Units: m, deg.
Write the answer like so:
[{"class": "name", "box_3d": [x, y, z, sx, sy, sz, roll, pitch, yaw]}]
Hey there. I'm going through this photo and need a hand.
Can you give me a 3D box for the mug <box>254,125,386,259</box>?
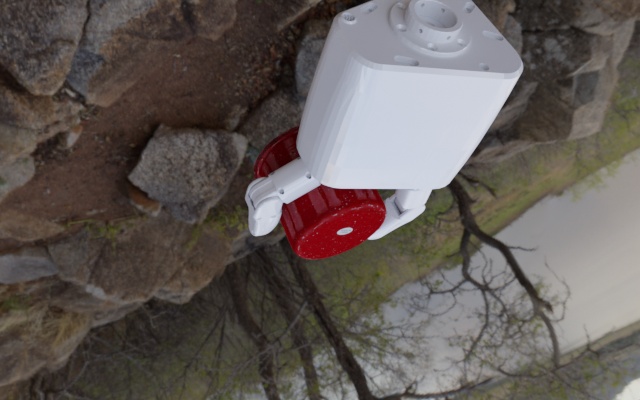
[{"class": "mug", "box_3d": [0.000, 0.002, 0.404, 0.093, 0.081, 0.117, -15, -29, -20]}]
